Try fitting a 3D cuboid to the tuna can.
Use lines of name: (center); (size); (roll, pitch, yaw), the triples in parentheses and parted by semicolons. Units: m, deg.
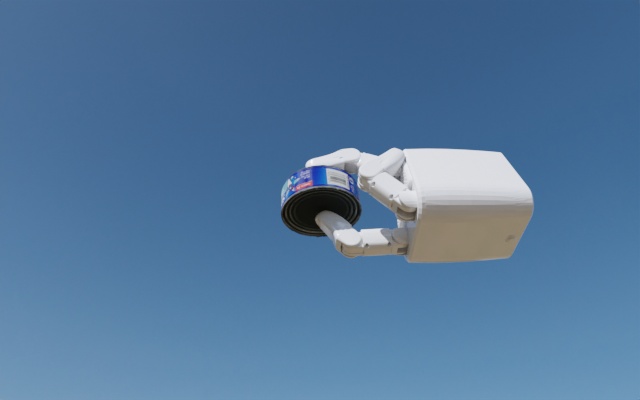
tuna can: (0.000, 0.001, 0.516); (0.086, 0.033, 0.086); (-3, -39, -2)
